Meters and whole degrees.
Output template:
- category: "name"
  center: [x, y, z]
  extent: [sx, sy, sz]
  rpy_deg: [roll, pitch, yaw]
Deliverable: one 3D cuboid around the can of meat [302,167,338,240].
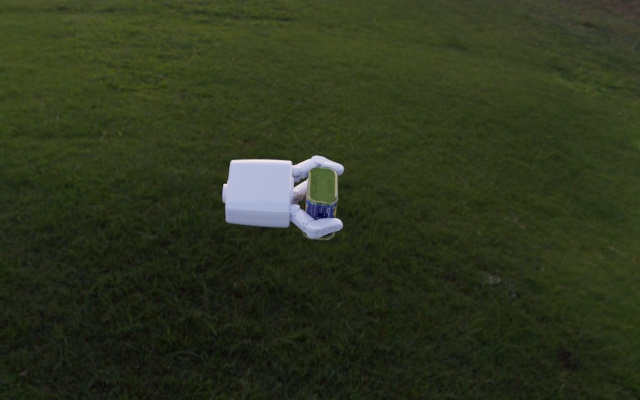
- category: "can of meat"
  center: [0.000, 0.003, 0.826]
  extent: [0.057, 0.084, 0.102]
  rpy_deg: [4, 42, -3]
